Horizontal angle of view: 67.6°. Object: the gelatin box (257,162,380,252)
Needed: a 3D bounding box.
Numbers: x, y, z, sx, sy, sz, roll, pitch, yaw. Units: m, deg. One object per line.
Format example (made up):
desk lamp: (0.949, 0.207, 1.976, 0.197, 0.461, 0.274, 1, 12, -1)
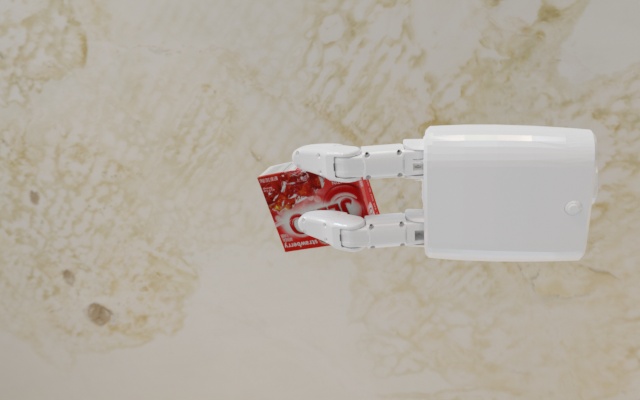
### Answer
gelatin box: (0.000, 0.001, 0.402, 0.089, 0.073, 0.030, -10, 20, 26)
